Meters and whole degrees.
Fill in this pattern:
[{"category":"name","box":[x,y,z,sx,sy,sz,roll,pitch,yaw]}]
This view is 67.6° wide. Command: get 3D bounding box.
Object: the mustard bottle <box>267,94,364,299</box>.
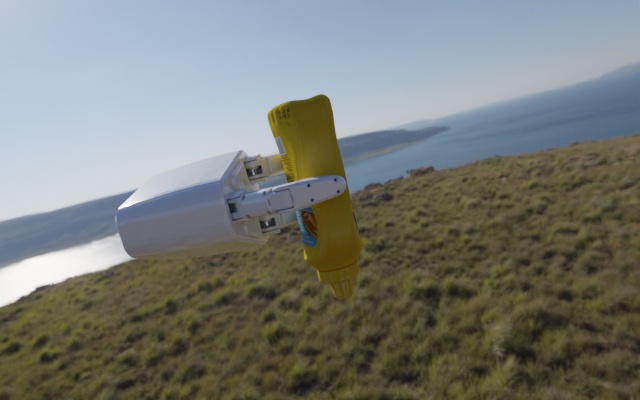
[{"category":"mustard bottle","box":[0.000,0.001,0.455,0.058,0.191,0.096,-15,7,-14]}]
